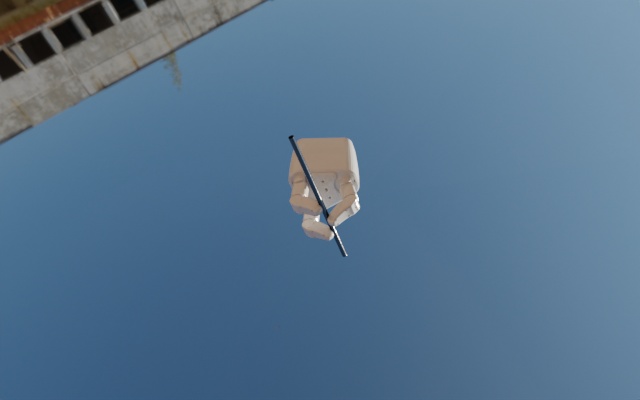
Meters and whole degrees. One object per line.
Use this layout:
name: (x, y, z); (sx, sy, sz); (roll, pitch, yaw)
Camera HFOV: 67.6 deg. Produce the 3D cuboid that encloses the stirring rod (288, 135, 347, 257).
stirring rod: (0.000, 0.002, 0.713); (0.011, 0.240, 0.011); (-15, 38, 12)
